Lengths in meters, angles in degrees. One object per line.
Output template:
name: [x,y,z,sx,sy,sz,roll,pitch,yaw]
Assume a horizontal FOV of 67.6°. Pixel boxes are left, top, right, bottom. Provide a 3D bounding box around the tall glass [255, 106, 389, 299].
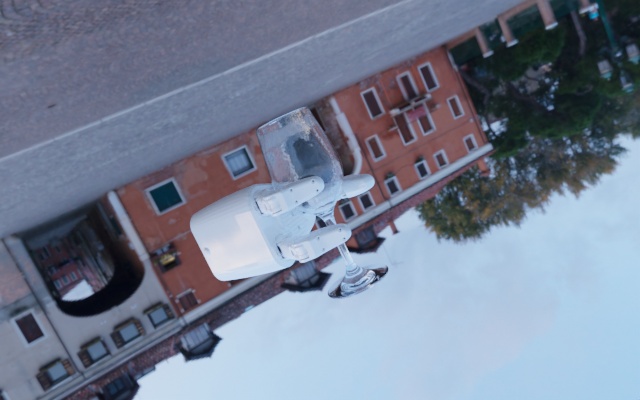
tall glass: [0.001,0.002,0.521,0.079,0.201,0.079,-24,8,4]
